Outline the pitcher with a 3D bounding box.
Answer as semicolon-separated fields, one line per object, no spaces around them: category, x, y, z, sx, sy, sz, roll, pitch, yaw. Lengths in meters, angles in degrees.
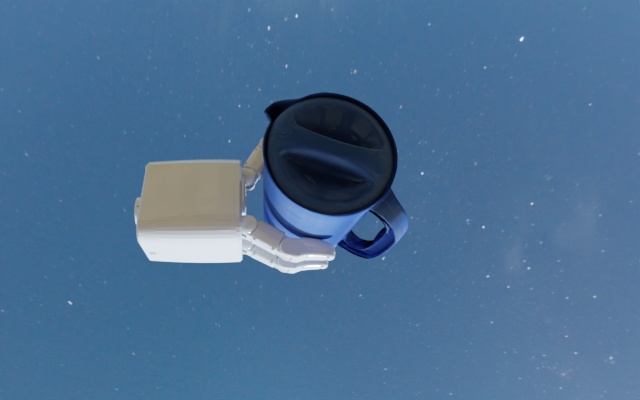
pitcher;0.000;0.002;0.561;0.145;0.149;0.243;-1;-22;-10
